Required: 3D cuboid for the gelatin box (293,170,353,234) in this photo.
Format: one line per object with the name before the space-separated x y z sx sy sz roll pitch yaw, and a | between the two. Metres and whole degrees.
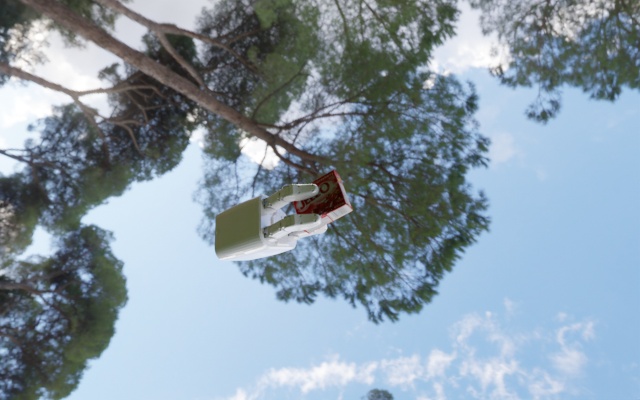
gelatin box | 0.001 0.003 0.792 0.089 0.073 0.030 -29 -35 15
